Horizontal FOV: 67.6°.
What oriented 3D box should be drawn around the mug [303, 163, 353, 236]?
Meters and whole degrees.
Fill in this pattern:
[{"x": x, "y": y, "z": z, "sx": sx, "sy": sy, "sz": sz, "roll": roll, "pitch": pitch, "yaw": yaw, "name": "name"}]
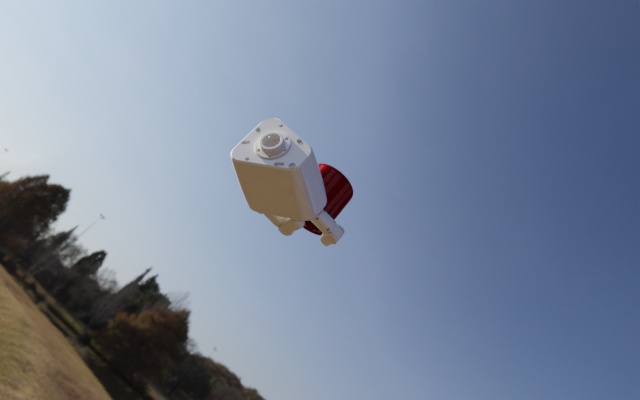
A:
[{"x": 0.000, "y": 0.003, "z": 0.770, "sx": 0.093, "sy": 0.081, "sz": 0.117, "roll": 27, "pitch": -28, "yaw": 26, "name": "mug"}]
